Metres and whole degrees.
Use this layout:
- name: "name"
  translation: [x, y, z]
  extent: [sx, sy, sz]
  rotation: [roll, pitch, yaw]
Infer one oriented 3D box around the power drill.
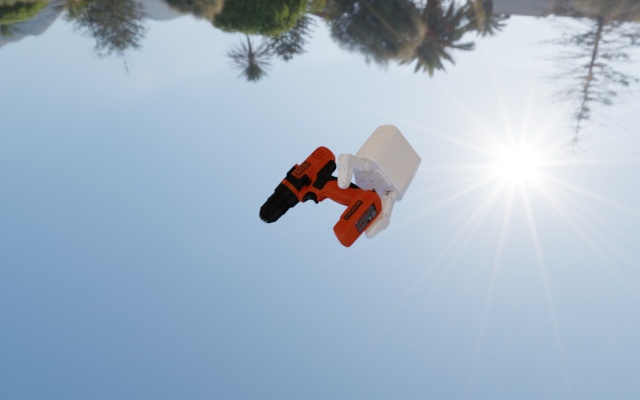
- name: "power drill"
  translation: [0.001, 0.003, 0.851]
  extent: [0.187, 0.184, 0.057]
  rotation: [36, -12, 34]
